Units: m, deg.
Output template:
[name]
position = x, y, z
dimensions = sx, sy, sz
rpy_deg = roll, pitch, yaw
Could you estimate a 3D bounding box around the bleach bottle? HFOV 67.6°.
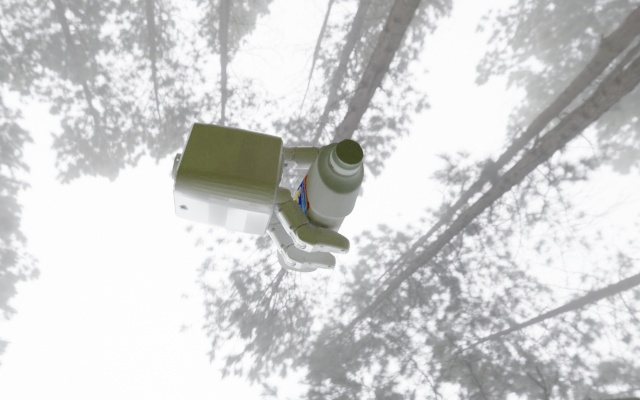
[bleach bottle]
position = 0.000, 0.002, 0.562
dimensions = 0.068, 0.102, 0.251
rpy_deg = 10, -28, -9
